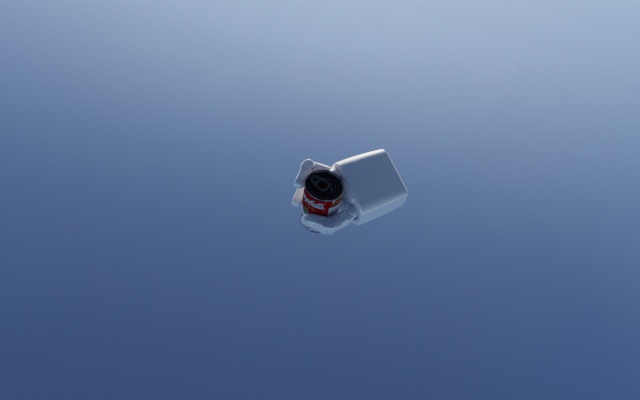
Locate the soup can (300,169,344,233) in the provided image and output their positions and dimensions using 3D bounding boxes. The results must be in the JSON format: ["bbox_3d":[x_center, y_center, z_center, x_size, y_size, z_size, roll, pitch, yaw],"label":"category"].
[{"bbox_3d":[0.000,0.003,0.847,0.068,0.068,0.102,0,-36,-10],"label":"soup can"}]
